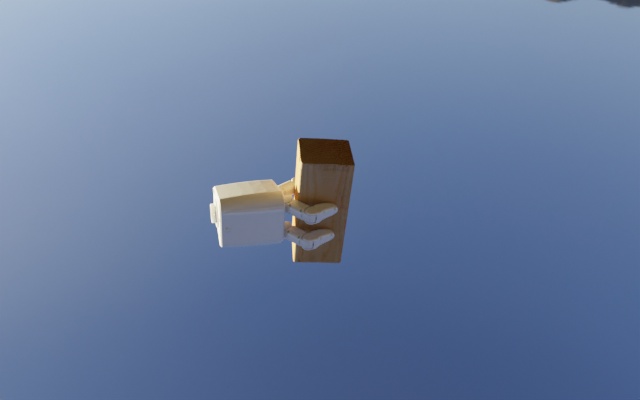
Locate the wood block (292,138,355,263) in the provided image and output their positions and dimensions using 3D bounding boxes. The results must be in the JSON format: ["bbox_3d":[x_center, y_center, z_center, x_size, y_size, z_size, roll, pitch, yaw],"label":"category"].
[{"bbox_3d":[0.000,0.003,0.843,0.090,0.206,0.090,2,35,-7],"label":"wood block"}]
